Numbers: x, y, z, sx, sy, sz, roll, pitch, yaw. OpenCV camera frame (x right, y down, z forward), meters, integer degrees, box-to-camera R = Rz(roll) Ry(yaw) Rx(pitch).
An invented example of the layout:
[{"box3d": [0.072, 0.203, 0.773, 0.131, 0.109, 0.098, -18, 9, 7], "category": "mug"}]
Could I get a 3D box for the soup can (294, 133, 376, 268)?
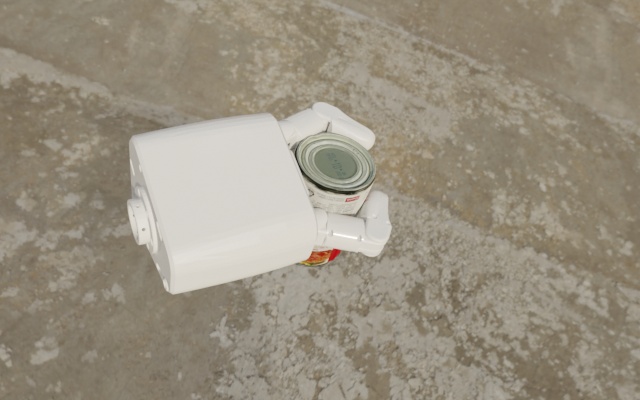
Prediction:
[{"box3d": [0.001, 0.001, 0.407, 0.068, 0.068, 0.102, 0, -41, -19], "category": "soup can"}]
